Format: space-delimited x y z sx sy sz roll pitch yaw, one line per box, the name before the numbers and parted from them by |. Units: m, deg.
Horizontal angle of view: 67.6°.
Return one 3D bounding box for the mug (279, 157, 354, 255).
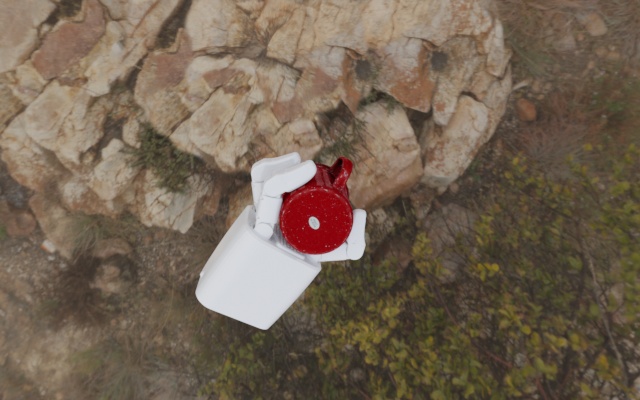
mug | 0.001 0.001 0.548 0.093 0.117 0.081 34 13 -15
